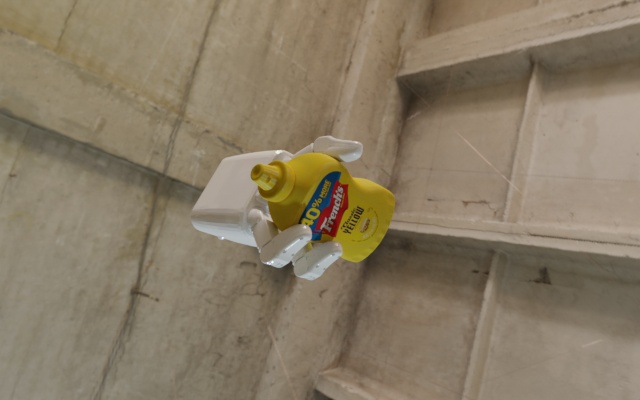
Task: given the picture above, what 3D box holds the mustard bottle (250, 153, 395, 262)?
[{"bbox_3d":[0.000,0.002,0.517,0.192,0.096,0.058,25,7,-45],"label":"mustard bottle"}]
